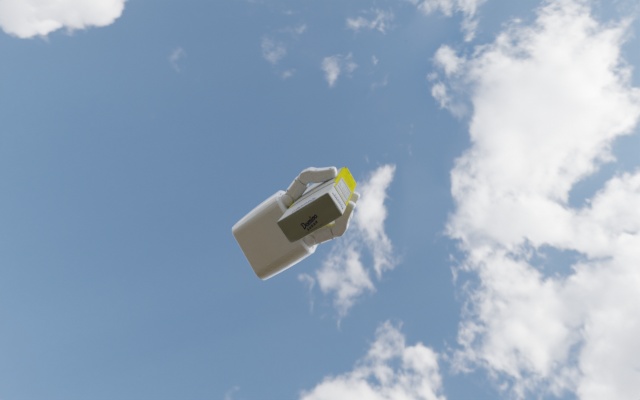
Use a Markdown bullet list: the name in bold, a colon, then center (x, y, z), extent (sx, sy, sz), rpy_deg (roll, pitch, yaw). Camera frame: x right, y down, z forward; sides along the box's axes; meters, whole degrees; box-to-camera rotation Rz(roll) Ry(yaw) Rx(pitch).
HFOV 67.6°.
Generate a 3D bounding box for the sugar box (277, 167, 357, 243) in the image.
- **sugar box**: center (0.000, 0.003, 0.752), extent (0.093, 0.048, 0.176), rpy_deg (-30, 11, 18)
